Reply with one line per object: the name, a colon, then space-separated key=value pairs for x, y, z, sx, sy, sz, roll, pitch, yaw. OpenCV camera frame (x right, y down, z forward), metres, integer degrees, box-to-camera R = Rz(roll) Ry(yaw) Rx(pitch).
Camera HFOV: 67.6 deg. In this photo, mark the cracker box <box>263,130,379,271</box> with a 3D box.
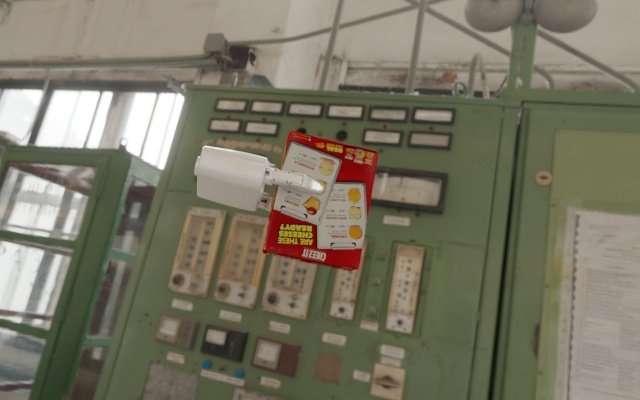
cracker box: x=0.000 y=0.003 z=0.835 sx=0.164 sy=0.213 sz=0.072 roll=13 pitch=-13 yaw=-7
